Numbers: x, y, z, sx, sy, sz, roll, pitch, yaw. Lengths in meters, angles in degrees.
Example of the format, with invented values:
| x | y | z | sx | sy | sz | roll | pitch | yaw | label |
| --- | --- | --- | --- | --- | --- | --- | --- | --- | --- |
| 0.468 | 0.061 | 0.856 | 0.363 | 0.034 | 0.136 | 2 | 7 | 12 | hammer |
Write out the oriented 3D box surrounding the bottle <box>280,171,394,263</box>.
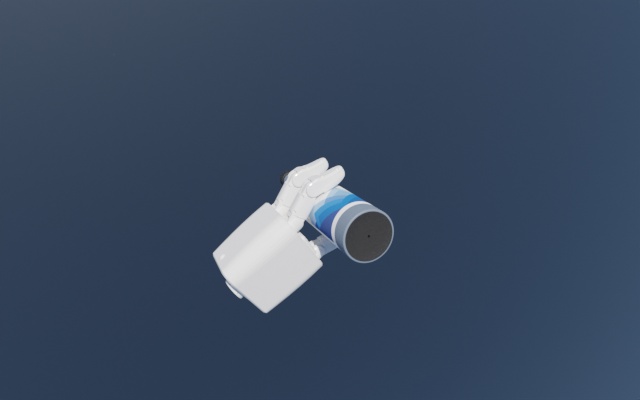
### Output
| x | y | z | sx | sy | sz | roll | pitch | yaw | label |
| --- | --- | --- | --- | --- | --- | --- | --- | --- | --- |
| 0.000 | 0.002 | 0.681 | 0.069 | 0.069 | 0.295 | 0 | 16 | -23 | bottle |
